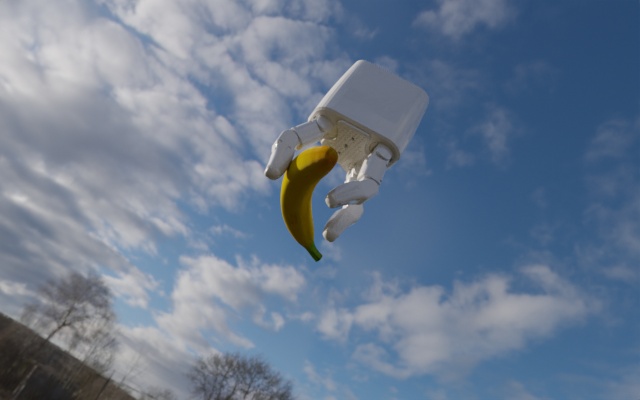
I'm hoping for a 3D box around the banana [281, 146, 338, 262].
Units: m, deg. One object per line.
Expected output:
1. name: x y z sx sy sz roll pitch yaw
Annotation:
1. banana: -0.016 -0.005 0.546 0.069 0.037 0.198 29 -33 17
